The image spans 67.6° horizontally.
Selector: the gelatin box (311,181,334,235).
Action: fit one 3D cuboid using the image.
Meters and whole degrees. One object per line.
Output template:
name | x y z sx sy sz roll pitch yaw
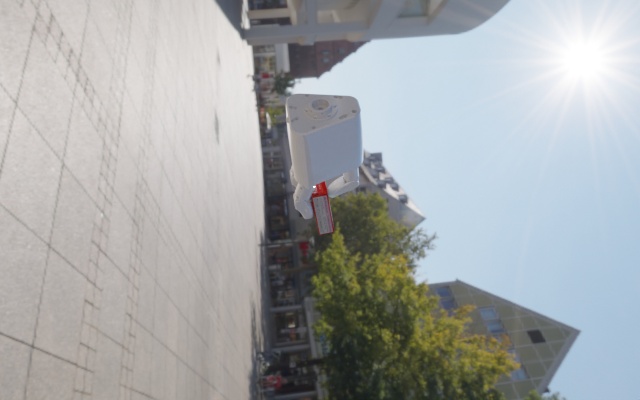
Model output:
gelatin box | 0.001 0.003 0.824 0.030 0.089 0.073 -11 38 1
